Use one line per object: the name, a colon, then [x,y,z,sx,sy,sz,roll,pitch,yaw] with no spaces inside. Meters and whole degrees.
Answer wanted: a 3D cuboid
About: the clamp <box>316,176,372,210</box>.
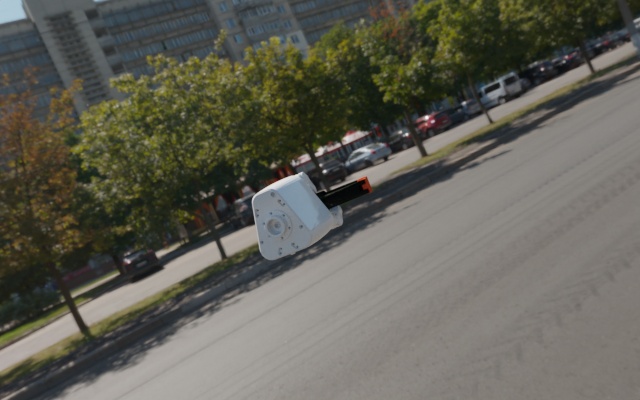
clamp: [0.000,0.002,0.881,0.210,0.036,0.164,-22,5,21]
